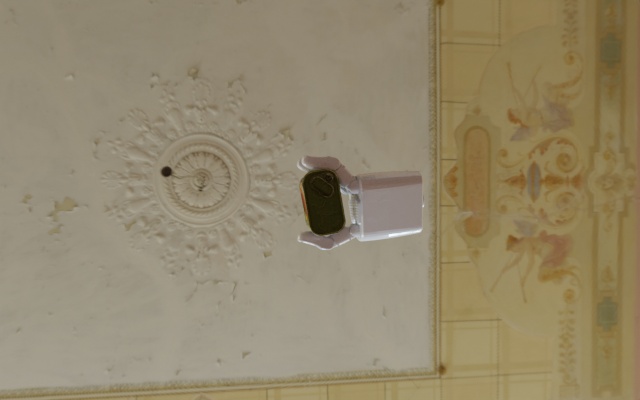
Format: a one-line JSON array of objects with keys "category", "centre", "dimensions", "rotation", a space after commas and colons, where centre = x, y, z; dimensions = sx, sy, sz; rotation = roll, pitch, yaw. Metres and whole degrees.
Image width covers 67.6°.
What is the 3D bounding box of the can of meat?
[{"category": "can of meat", "centre": [0.000, 0.003, 0.773], "dimensions": [0.057, 0.102, 0.084], "rotation": [-10, 2, -8]}]
